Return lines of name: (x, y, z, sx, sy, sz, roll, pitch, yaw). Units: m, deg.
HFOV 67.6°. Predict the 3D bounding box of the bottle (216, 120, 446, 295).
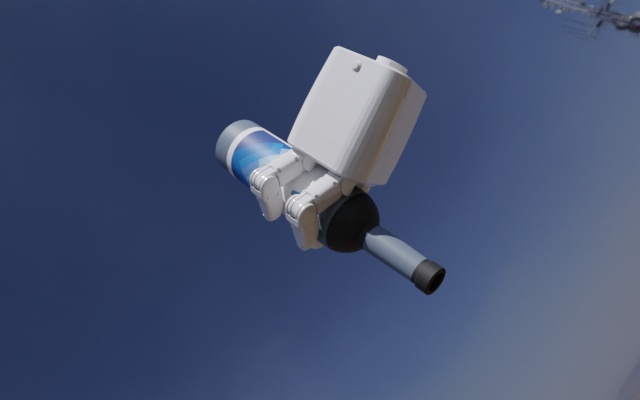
bottle: (0.000, 0.002, 0.491, 0.295, 0.069, 0.069, 35, 22, 36)
